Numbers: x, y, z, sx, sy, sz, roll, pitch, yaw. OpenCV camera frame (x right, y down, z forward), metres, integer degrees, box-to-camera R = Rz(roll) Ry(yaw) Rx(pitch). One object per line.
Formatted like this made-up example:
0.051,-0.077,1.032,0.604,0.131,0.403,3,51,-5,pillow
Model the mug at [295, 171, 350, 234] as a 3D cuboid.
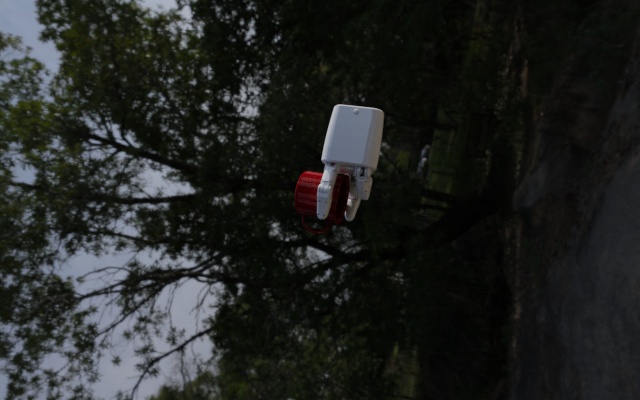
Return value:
0.000,0.004,0.880,0.081,0.117,0.093,10,-8,15,mug
